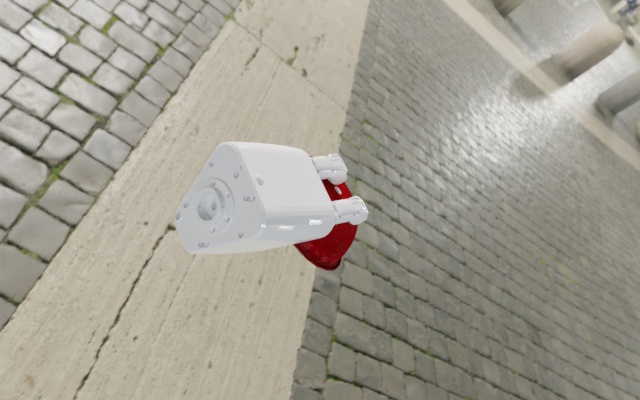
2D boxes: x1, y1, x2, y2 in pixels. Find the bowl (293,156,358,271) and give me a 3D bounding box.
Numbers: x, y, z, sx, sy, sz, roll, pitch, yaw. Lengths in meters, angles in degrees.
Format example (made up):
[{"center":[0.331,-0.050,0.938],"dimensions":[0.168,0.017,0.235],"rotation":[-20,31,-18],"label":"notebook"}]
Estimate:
[{"center":[0.001,0.002,0.585],"dimensions":[0.055,0.162,0.162],"rotation":[-31,-11,19],"label":"bowl"}]
